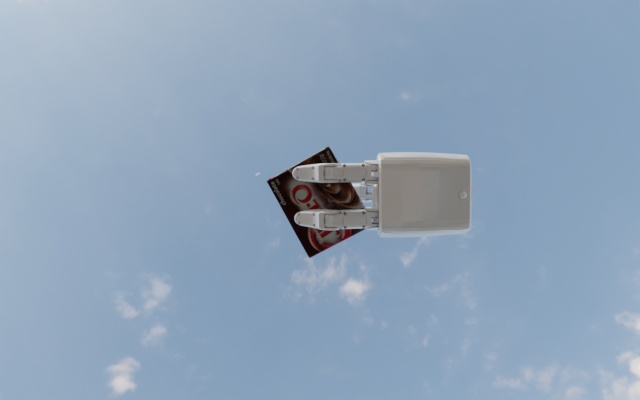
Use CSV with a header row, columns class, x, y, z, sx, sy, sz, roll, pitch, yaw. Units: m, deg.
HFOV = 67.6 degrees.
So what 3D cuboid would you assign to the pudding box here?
class,x,y,z,sx,sy,sz,roll,pitch,yaw
pudding box,0.000,0.002,0.598,0.090,0.113,0.039,-29,2,8
